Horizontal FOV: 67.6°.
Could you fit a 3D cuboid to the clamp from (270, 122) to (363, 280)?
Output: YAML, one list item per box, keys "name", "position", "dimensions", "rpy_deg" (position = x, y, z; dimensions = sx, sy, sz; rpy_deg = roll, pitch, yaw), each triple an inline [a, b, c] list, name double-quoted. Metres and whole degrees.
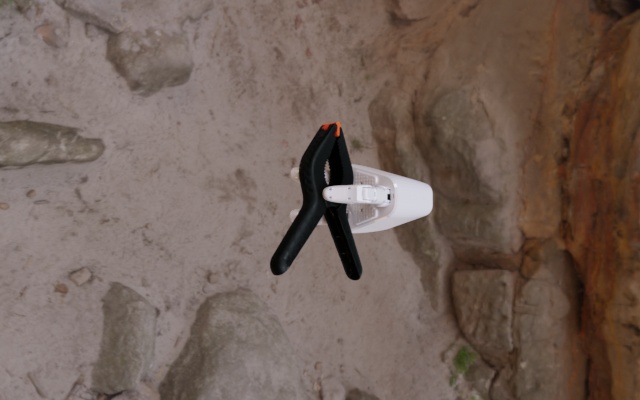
- name: "clamp"
  position: [0.001, 0.001, 0.606]
  dimensions: [0.036, 0.210, 0.164]
  rpy_deg: [-2, -4, 39]
